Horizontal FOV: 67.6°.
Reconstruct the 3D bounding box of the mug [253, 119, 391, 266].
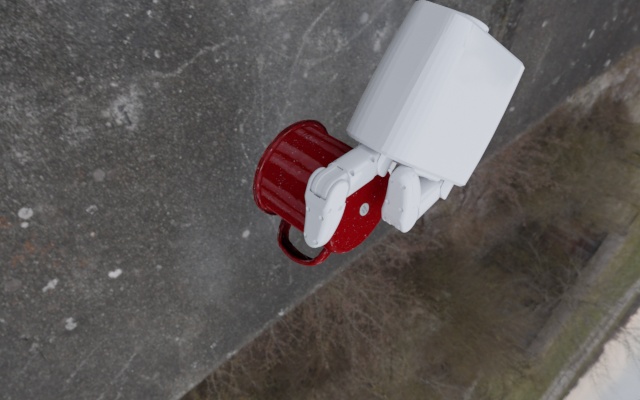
[{"bbox_3d":[0.000,0.003,0.402,0.081,0.117,0.093,33,17,30],"label":"mug"}]
